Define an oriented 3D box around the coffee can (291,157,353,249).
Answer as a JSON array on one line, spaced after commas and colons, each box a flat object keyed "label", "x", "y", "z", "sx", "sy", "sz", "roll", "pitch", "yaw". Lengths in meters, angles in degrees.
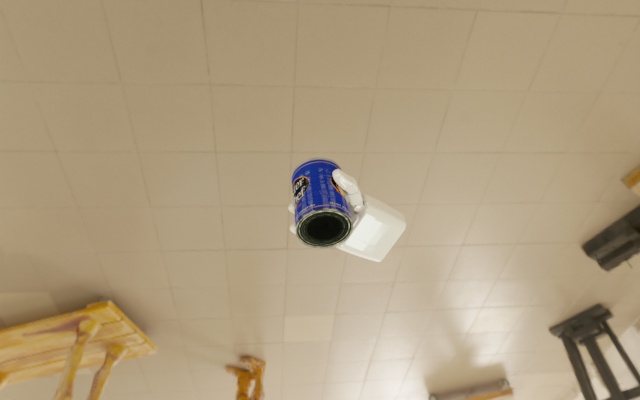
[{"label": "coffee can", "x": 0.000, "y": 0.003, "z": 0.886, "sx": 0.103, "sy": 0.103, "sz": 0.140, "roll": 0, "pitch": 44, "yaw": -8}]
